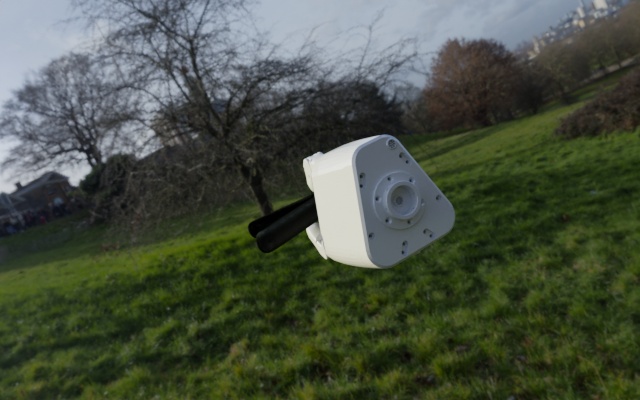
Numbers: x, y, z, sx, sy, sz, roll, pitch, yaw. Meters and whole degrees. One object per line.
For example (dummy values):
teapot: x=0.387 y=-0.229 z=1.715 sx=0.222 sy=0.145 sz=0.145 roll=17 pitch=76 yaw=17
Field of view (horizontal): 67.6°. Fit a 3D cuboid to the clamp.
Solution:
clamp: x=0.000 y=0.001 z=0.600 sx=0.210 sy=0.036 sz=0.164 roll=-29 pitch=8 yaw=-16
